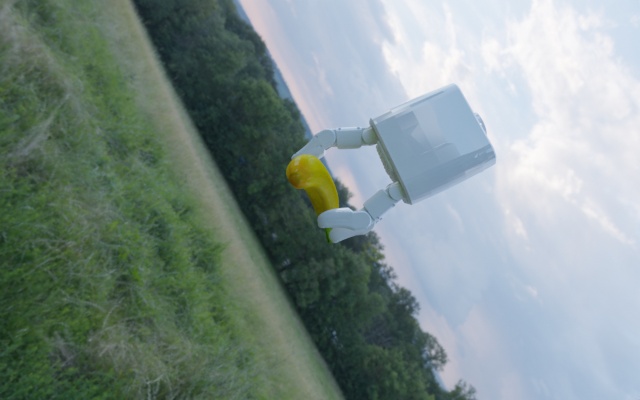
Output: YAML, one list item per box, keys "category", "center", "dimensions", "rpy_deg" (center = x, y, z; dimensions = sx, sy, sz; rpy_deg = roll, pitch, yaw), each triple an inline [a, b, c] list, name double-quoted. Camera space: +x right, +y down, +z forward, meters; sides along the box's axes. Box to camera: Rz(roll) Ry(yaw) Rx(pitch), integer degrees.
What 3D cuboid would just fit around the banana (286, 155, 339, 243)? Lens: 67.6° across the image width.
- category: "banana"
  center: [-0.004, -0.013, 0.555]
  dimensions: [0.037, 0.069, 0.198]
  rpy_deg: [-19, -26, 6]
